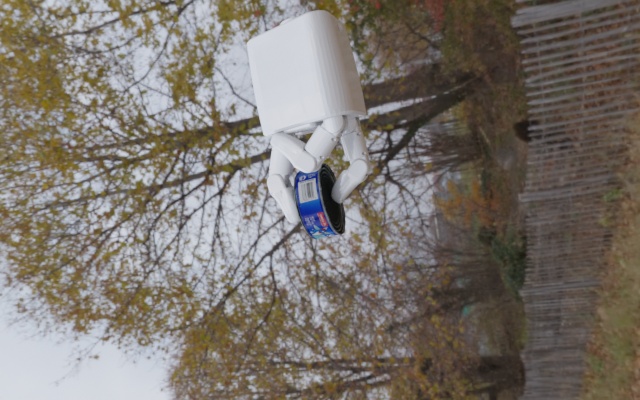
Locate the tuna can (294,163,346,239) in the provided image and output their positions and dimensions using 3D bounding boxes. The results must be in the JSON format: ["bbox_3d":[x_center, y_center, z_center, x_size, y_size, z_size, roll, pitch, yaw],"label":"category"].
[{"bbox_3d":[0.000,0.002,0.562,0.034,0.086,0.086,-14,-4,17],"label":"tuna can"}]
